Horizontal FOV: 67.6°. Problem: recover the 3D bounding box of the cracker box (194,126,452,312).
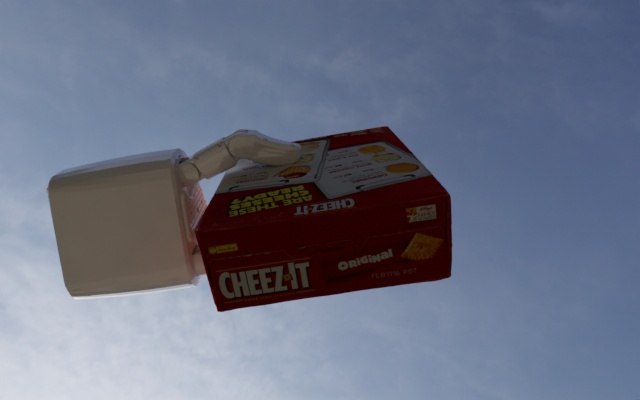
[{"bbox_3d":[0.000,0.001,0.407,0.164,0.072,0.213,-9,20,0],"label":"cracker box"}]
